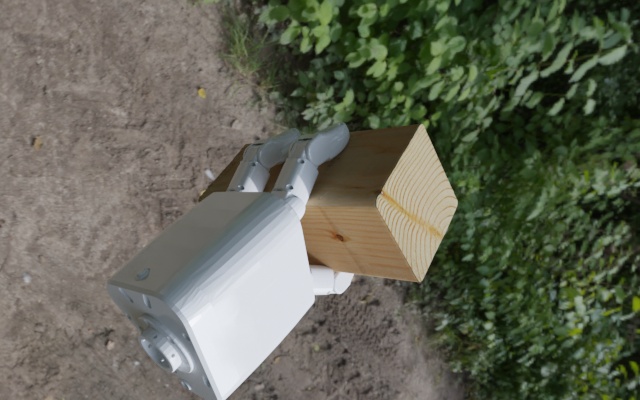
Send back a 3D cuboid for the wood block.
[{"bbox_3d":[0.000,0.002,0.430,0.206,0.091,0.090,1,45,42],"label":"wood block"}]
